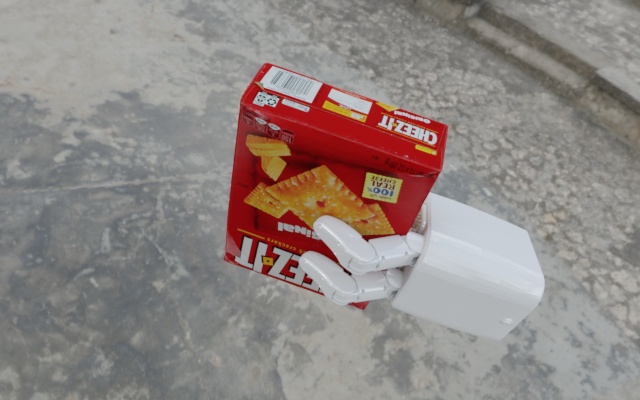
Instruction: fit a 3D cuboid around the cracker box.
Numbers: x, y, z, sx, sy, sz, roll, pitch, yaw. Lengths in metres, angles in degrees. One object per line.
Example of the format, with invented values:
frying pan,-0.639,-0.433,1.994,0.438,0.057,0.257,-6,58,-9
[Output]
cracker box,0.000,0.001,0.448,0.164,0.072,0.214,20,-44,2
